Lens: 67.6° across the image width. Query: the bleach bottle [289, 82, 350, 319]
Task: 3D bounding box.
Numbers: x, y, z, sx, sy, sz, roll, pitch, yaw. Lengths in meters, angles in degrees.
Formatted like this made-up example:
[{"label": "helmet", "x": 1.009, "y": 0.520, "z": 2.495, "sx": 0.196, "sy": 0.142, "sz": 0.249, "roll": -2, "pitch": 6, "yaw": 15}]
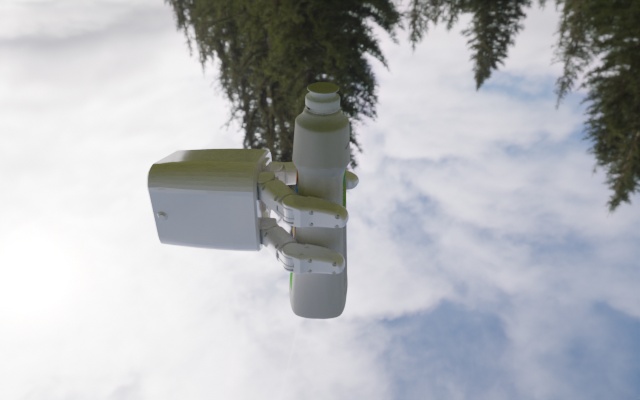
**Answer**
[{"label": "bleach bottle", "x": 0.000, "y": 0.002, "z": 0.492, "sx": 0.068, "sy": 0.251, "sz": 0.102, "roll": 1, "pitch": 33, "yaw": 0}]
